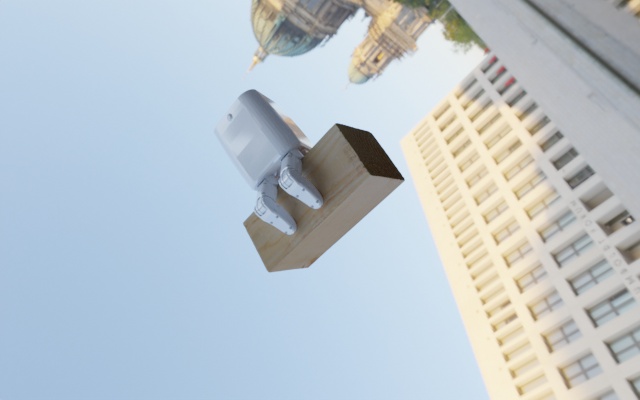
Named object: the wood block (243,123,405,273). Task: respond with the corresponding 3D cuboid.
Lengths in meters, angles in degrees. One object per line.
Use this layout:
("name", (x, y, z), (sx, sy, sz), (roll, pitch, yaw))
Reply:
("wood block", (0.000, 0.002, 0.655), (0.206, 0.090, 0.091), (-45, -26, 28))
